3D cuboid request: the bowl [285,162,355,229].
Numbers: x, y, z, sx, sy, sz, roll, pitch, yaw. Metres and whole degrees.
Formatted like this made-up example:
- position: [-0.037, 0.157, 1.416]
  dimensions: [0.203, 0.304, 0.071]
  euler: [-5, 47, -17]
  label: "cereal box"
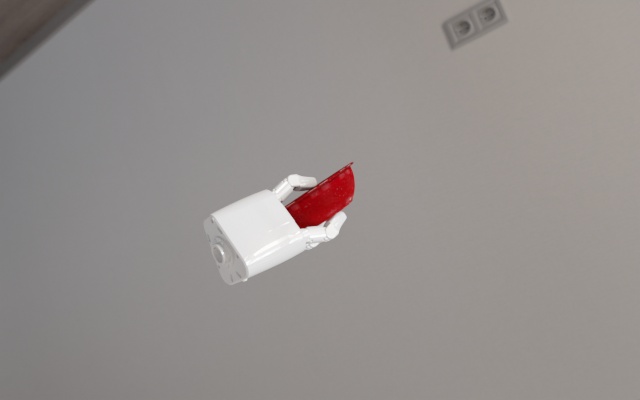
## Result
- position: [0.001, 0.002, 0.788]
  dimensions: [0.162, 0.055, 0.162]
  euler: [-34, 2, 2]
  label: "bowl"
